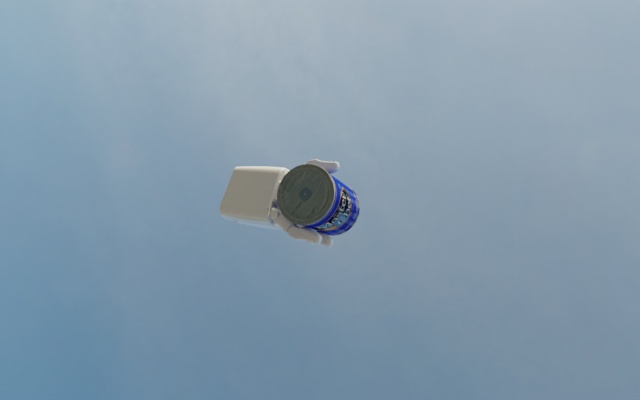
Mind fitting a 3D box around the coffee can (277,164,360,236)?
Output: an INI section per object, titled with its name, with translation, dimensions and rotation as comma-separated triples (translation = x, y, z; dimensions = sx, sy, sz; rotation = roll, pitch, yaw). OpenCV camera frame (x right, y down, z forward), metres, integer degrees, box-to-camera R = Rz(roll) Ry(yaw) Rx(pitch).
[coffee can]
translation = 0.000, 0.003, 0.842
dimensions = 0.103, 0.102, 0.140
rotation = 0, -11, 22
